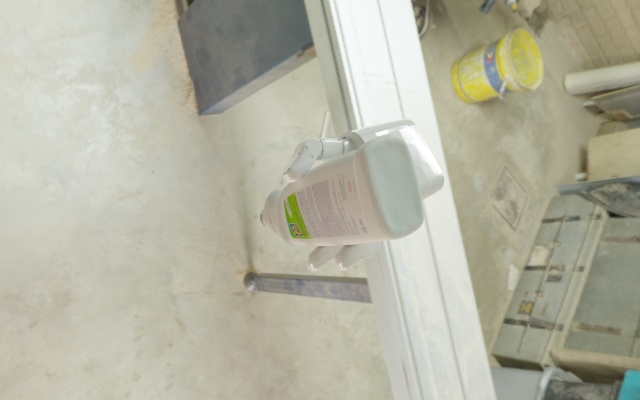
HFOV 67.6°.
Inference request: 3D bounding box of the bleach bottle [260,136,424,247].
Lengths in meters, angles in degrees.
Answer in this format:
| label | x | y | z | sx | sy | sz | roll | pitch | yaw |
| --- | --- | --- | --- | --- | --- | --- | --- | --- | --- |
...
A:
| label | x | y | z | sx | sy | sz | roll | pitch | yaw |
| --- | --- | --- | --- | --- | --- | --- | --- | --- | --- |
| bleach bottle | 0.000 | 0.002 | 0.552 | 0.068 | 0.102 | 0.251 | -18 | 5 | -36 |
